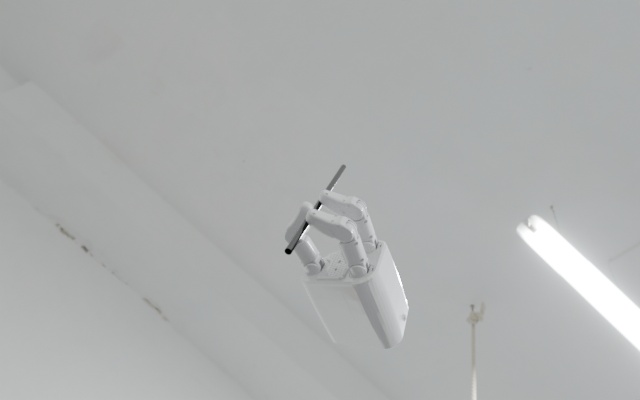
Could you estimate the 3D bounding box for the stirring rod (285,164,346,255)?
[{"bbox_3d":[0.000,0.002,0.603,0.011,0.011,0.239,0,25,18],"label":"stirring rod"}]
